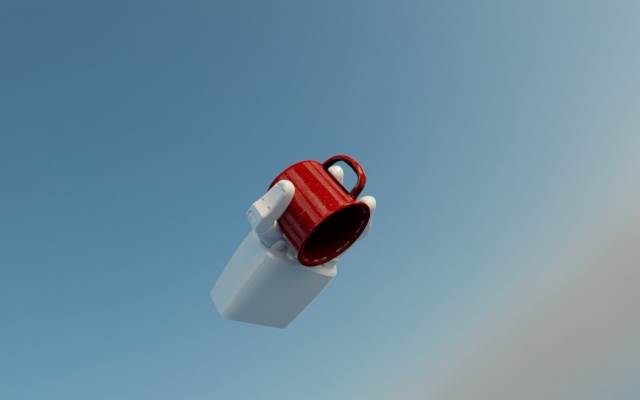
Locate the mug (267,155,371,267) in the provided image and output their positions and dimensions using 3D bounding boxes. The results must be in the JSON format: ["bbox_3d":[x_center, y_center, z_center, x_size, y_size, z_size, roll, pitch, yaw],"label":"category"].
[{"bbox_3d":[0.001,0.000,0.512,0.093,0.117,0.081,11,32,-54],"label":"mug"}]
